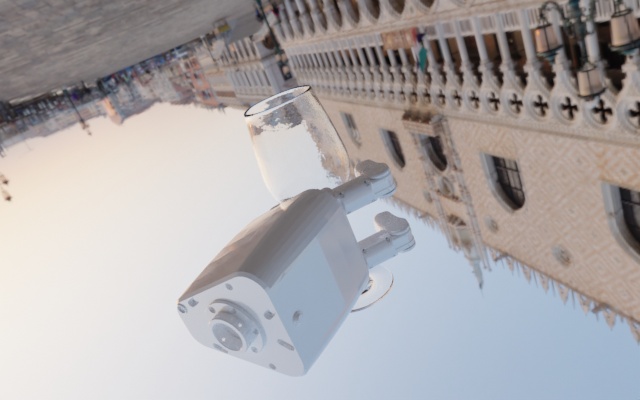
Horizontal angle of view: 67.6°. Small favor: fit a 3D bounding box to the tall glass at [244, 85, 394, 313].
[{"bbox_3d":[0.000,0.002,0.434,0.079,0.201,0.079,-20,21,8],"label":"tall glass"}]
